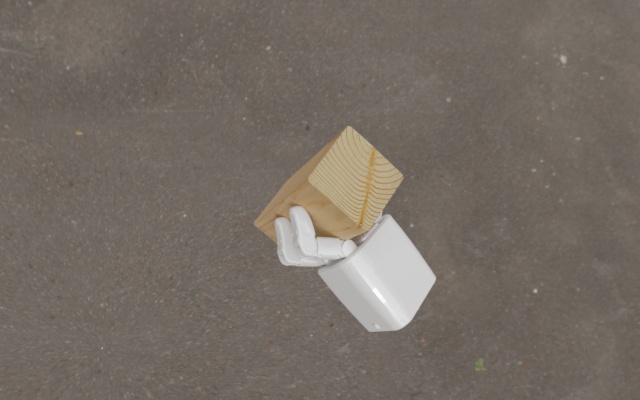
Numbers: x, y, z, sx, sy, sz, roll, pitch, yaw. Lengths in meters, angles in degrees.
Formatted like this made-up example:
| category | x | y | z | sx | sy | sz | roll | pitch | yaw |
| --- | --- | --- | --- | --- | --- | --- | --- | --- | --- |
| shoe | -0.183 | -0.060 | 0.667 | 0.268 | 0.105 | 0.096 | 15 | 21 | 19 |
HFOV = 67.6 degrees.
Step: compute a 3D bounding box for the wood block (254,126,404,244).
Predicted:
| category | x | y | z | sx | sy | sz | roll | pitch | yaw |
| --- | --- | --- | --- | --- | --- | --- | --- | --- | --- |
| wood block | 0.001 | 0.002 | 0.612 | 0.090 | 0.090 | 0.206 | 41 | -28 | -8 |
